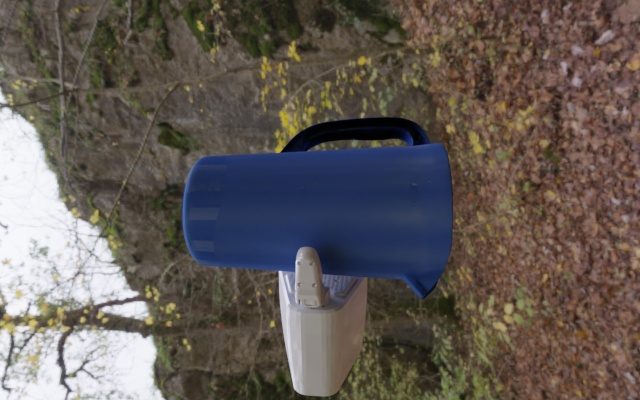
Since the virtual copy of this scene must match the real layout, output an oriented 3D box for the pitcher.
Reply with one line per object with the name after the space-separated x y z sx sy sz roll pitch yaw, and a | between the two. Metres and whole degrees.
0.000 0.002 0.468 0.243 0.145 0.149 1 20 5 | pitcher
